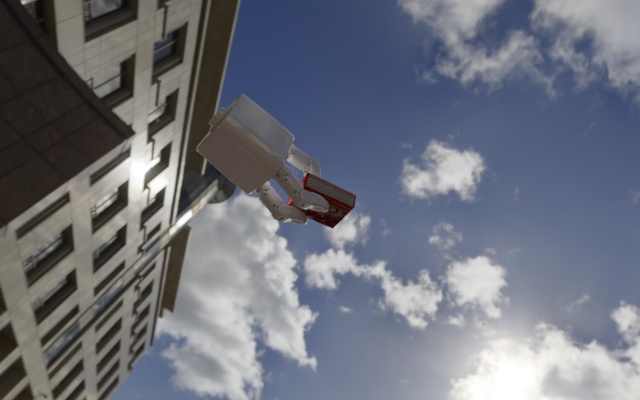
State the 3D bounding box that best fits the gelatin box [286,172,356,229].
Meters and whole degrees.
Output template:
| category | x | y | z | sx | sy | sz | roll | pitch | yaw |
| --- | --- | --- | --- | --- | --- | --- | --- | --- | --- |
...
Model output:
| category | x | y | z | sx | sy | sz | roll | pitch | yaw |
| --- | --- | --- | --- | --- | --- | --- | --- | --- | --- |
| gelatin box | 0.001 | 0.002 | 0.758 | 0.089 | 0.030 | 0.073 | 24 | -39 | -14 |
